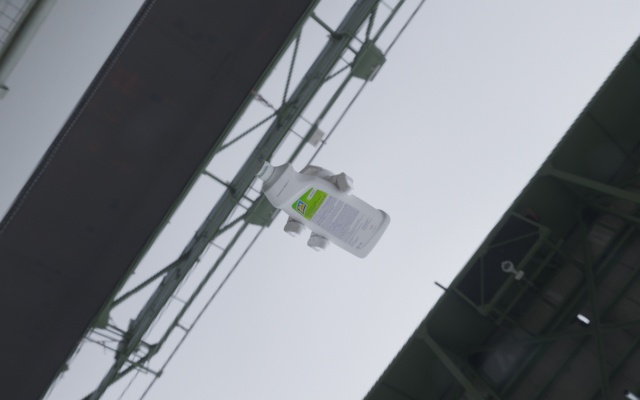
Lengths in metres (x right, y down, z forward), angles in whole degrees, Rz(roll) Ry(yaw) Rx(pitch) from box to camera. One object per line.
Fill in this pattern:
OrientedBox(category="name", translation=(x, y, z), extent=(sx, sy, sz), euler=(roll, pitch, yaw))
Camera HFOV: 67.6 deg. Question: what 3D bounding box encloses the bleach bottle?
OrientedBox(category="bleach bottle", translation=(0.000, 0.003, 0.842), extent=(0.251, 0.102, 0.068), euler=(34, 0, -22))
